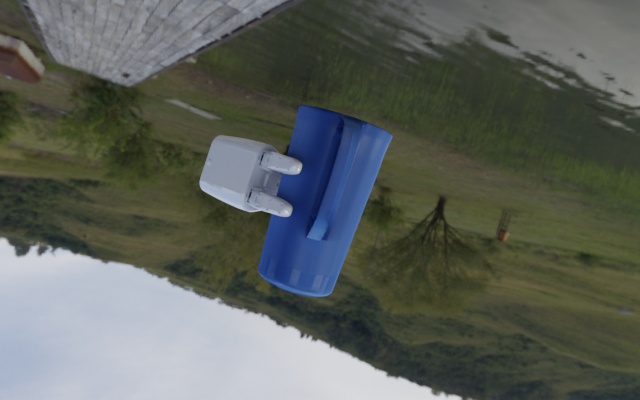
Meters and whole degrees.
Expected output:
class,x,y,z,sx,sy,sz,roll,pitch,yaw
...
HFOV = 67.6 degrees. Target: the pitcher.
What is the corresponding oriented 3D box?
class,x,y,z,sx,sy,sz,roll,pitch,yaw
pitcher,0.000,0.002,0.644,0.145,0.243,0.149,19,2,37
